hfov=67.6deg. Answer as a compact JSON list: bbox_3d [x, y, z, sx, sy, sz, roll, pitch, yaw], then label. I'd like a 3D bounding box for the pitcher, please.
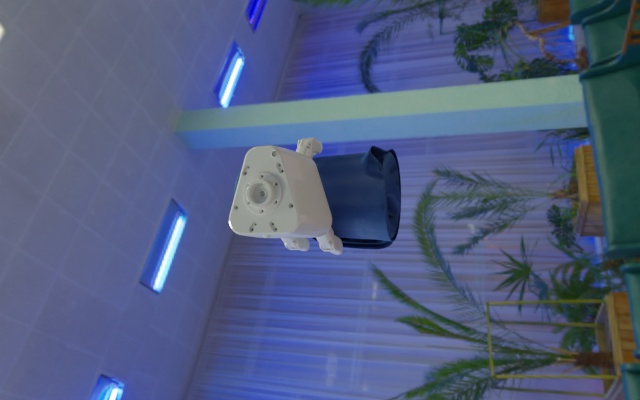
[{"bbox_3d":[0.000,0.002,0.731,0.243,0.149,0.145,-1,-2,20],"label":"pitcher"}]
